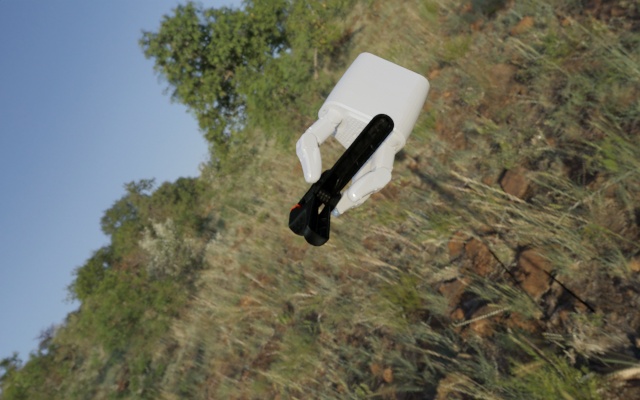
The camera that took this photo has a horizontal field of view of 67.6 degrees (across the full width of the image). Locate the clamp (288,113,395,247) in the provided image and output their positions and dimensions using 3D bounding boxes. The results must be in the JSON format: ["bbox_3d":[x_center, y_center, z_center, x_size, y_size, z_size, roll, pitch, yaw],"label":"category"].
[{"bbox_3d":[-0.001,0.001,0.560,0.036,0.164,0.210,36,-28,-8],"label":"clamp"}]
